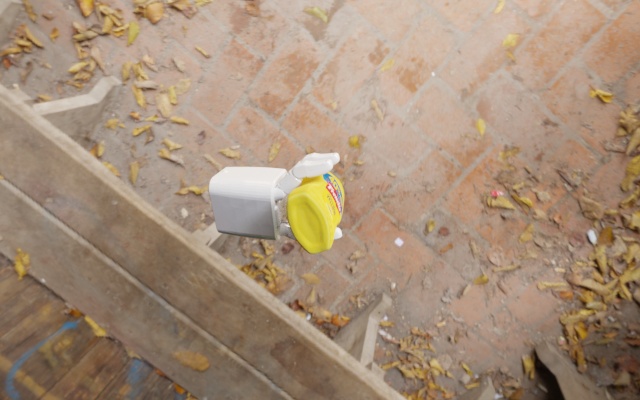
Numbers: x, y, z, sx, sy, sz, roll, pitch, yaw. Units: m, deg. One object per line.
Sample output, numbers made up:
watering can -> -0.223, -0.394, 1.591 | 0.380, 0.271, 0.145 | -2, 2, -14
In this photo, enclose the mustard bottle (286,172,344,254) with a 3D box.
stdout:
mustard bottle -> 0.000, 0.003, 0.751 | 0.058, 0.096, 0.191 | -19, 15, 17
